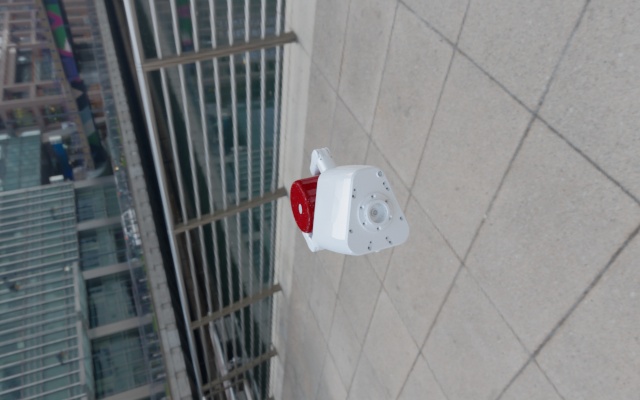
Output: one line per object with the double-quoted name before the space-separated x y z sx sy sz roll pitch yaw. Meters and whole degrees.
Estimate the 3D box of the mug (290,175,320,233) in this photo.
"mug" -0.001 0.002 0.734 0.081 0.093 0.117 -12 5 -21
